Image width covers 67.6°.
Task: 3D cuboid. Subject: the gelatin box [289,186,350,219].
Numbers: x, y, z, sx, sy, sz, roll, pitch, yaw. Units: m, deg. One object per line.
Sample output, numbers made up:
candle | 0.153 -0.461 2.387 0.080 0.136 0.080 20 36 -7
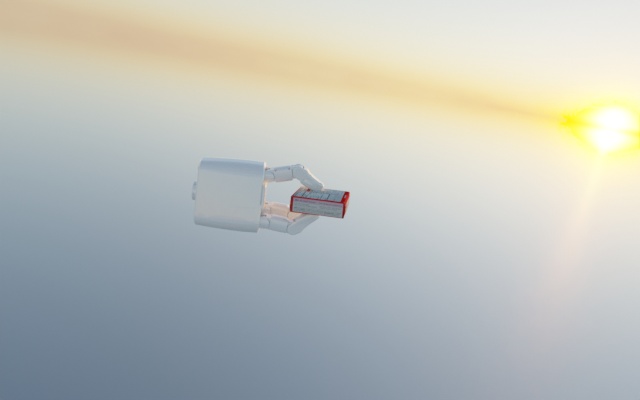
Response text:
gelatin box | 0.000 0.002 0.783 0.089 0.030 0.073 6 15 8
